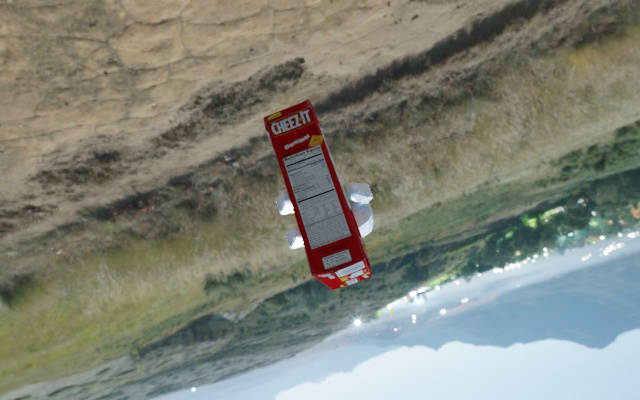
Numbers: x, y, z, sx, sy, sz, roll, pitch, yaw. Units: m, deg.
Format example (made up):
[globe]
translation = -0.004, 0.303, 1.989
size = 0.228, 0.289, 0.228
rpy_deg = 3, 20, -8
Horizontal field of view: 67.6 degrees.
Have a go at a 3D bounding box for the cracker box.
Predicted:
[cracker box]
translation = 0.000, 0.002, 0.634
size = 0.072, 0.213, 0.164
rpy_deg = -20, -18, 3
